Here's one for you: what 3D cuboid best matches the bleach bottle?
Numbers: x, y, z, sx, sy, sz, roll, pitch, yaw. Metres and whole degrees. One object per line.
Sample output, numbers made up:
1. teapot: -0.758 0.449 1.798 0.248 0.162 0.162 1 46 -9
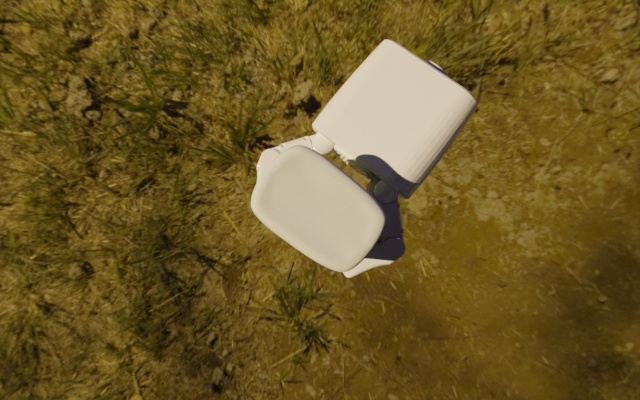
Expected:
1. bleach bottle: 0.000 0.002 0.471 0.102 0.068 0.251 38 2 -2
